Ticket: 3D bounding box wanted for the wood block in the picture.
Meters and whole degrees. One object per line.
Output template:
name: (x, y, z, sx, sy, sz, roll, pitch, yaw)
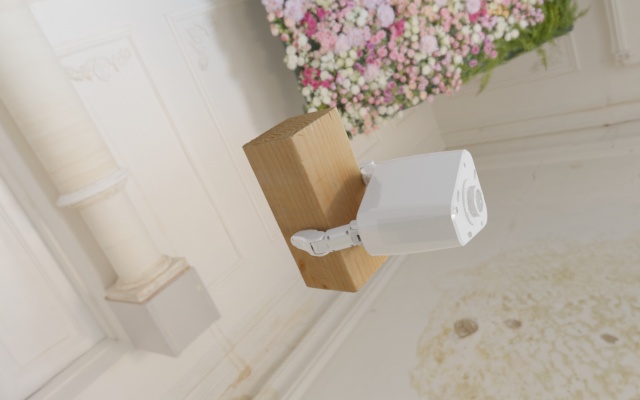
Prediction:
wood block: (0.000, 0.002, 0.595, 0.090, 0.206, 0.090, -3, 27, 44)
